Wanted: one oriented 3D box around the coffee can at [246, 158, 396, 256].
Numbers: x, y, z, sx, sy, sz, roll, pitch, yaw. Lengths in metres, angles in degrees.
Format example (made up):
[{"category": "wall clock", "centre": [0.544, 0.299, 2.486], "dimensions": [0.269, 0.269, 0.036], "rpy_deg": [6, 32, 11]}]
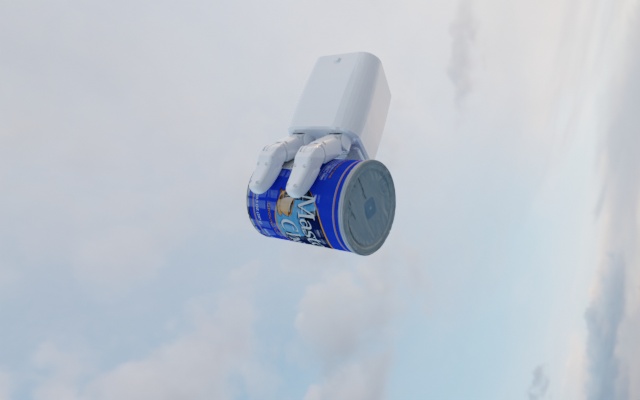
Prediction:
[{"category": "coffee can", "centre": [0.000, 0.002, 0.547], "dimensions": [0.140, 0.103, 0.103], "rpy_deg": [7, 4, 38]}]
